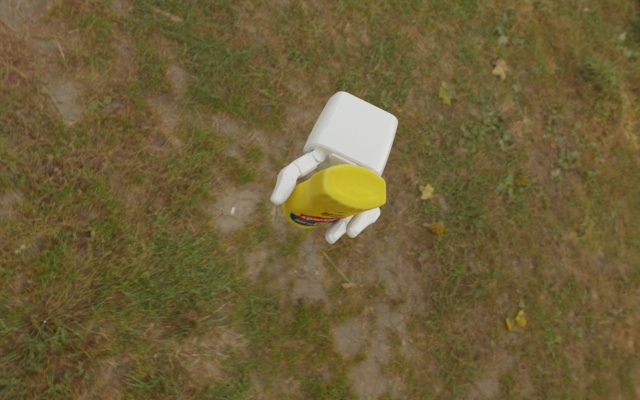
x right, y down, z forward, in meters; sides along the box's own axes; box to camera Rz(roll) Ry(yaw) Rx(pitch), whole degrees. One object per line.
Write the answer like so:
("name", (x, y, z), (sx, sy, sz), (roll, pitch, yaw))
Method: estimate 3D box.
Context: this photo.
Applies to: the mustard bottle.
("mustard bottle", (0.000, 0.002, 0.672), (0.096, 0.058, 0.192), (7, -16, -28))
